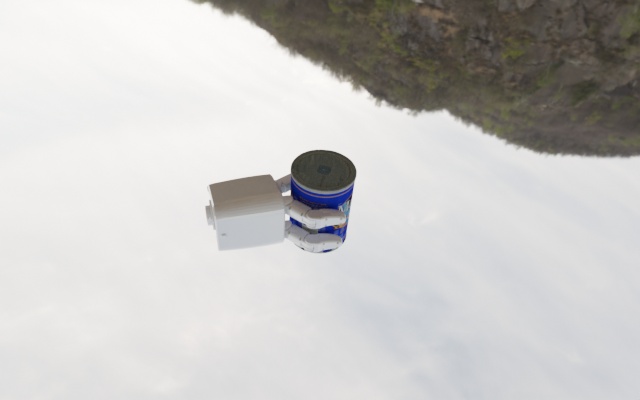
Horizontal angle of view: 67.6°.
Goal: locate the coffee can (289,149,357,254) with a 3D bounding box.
[{"bbox_3d":[0.000,0.002,0.782,0.103,0.140,0.102,3,43,-3],"label":"coffee can"}]
